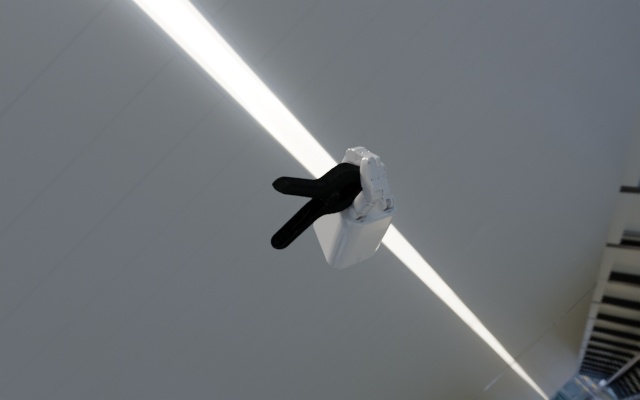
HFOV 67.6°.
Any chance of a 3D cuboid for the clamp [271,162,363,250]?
[{"bbox_3d":[0.000,0.002,0.650,0.171,0.120,0.039,-16,53,-34],"label":"clamp"}]
